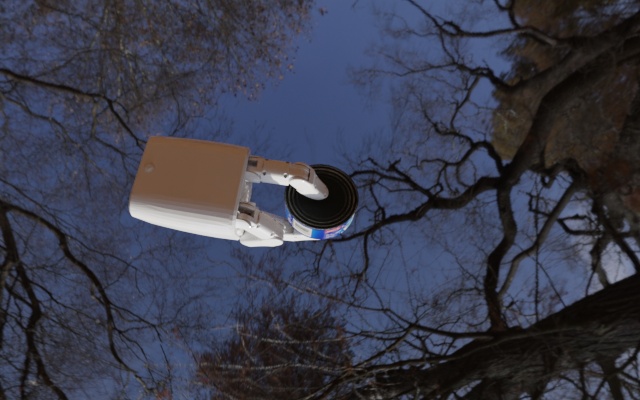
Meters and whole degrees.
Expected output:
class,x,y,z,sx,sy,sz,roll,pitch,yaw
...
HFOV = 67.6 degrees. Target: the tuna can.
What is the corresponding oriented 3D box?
class,x,y,z,sx,sy,sz,roll,pitch,yaw
tuna can,0.000,0.002,0.561,0.086,0.086,0.034,0,-28,-6
